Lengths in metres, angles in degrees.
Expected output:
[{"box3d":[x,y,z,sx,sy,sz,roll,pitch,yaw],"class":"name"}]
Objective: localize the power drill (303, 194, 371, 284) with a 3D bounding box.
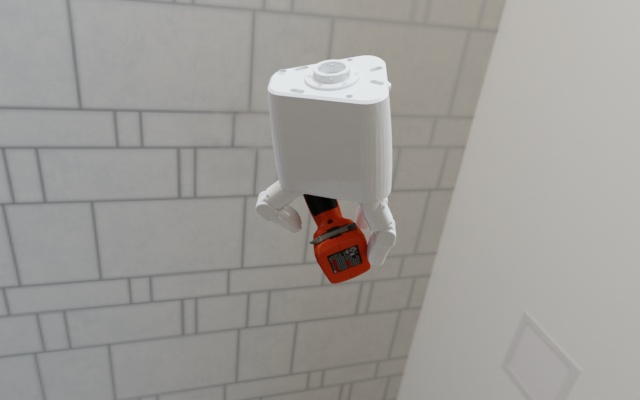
[{"box3d":[0.000,0.002,0.579,0.057,0.187,0.184,-24,-30,0],"class":"power drill"}]
